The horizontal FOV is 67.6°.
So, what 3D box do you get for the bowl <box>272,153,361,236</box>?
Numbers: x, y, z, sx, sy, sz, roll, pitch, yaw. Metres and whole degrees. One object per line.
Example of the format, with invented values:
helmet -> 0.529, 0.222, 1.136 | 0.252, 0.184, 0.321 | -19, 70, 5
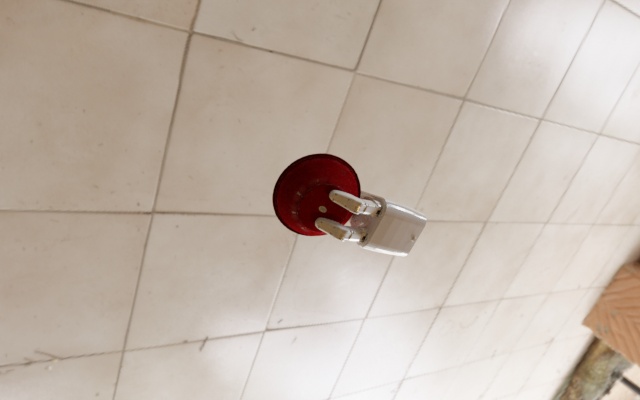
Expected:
bowl -> -0.001, 0.003, 0.826 | 0.162, 0.162, 0.055 | 0, 25, -14
